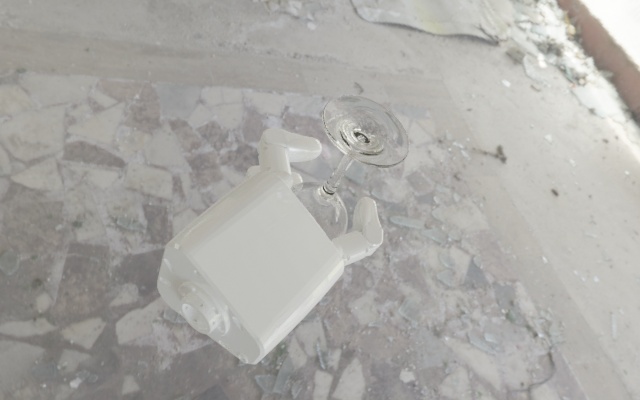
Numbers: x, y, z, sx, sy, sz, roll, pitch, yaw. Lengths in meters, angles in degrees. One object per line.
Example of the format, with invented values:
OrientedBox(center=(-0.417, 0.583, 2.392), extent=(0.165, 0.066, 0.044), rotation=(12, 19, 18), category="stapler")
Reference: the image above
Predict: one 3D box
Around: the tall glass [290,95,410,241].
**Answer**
OrientedBox(center=(0.000, 0.001, 0.442), extent=(0.079, 0.079, 0.201), rotation=(0, -34, -26), category="tall glass")
